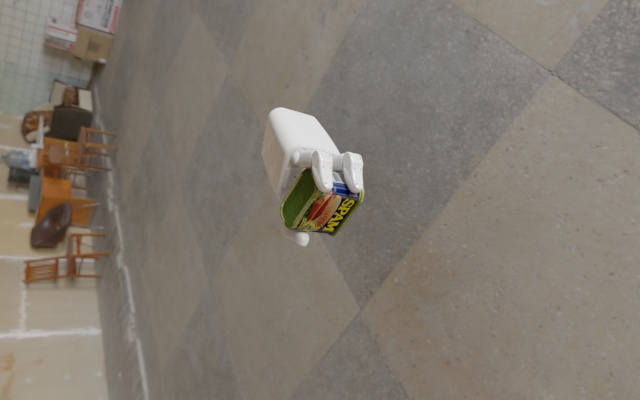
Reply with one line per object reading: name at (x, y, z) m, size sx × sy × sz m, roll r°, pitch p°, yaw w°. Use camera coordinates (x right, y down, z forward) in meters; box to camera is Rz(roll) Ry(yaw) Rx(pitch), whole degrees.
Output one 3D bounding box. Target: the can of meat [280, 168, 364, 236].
can of meat at (0.000, 0.002, 0.702) m, size 0.084 × 0.057 × 0.102 m, roll 9°, pitch -50°, yaw -35°
